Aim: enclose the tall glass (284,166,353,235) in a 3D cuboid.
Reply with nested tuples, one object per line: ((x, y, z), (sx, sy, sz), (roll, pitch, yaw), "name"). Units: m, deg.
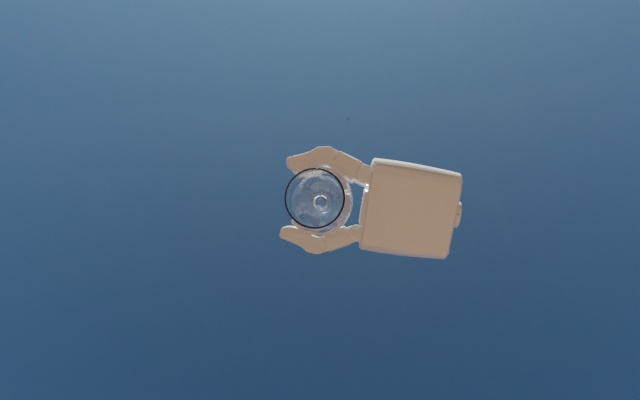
((0.000, 0.002, 0.579), (0.079, 0.079, 0.201), (0, -2, 4), "tall glass")
